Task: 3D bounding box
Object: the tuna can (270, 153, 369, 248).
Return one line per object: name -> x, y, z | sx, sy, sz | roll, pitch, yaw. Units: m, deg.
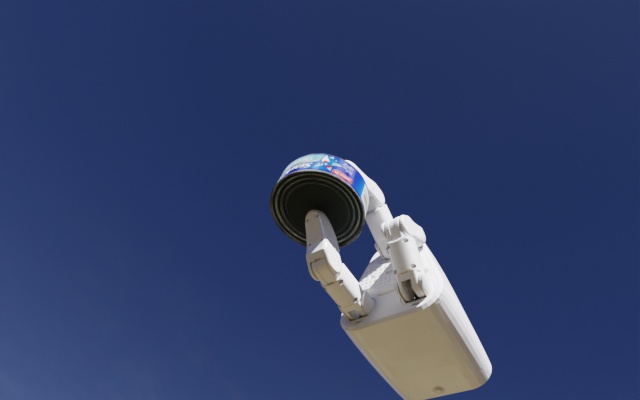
tuna can -> 0.000, 0.001, 0.429 | 0.086, 0.086, 0.033 | 0, 35, 16
